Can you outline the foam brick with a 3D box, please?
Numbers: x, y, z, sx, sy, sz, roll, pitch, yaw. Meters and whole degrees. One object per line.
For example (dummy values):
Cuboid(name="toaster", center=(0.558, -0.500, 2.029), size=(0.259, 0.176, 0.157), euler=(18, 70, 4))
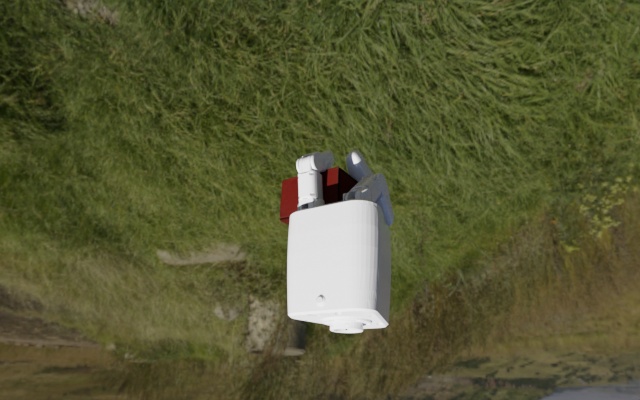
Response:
Cuboid(name="foam brick", center=(0.000, 0.002, 0.538), size=(0.078, 0.051, 0.053), euler=(-12, -26, 30))
